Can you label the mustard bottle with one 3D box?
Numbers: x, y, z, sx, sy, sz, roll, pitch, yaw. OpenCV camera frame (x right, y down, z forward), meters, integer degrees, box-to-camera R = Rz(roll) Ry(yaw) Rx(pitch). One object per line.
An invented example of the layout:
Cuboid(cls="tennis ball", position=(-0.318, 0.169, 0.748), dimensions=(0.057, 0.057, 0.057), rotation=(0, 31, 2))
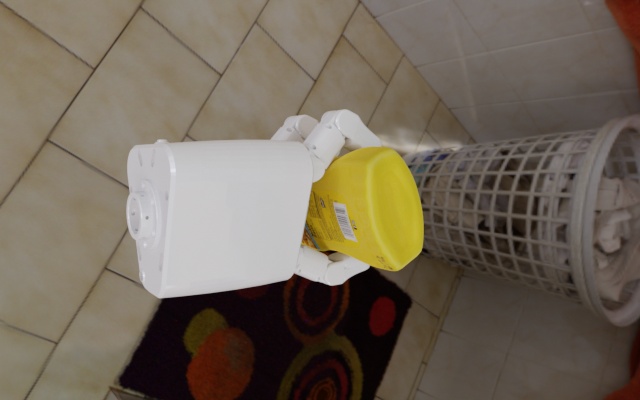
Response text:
Cuboid(cls="mustard bottle", position=(0.000, 0.001, 0.433), dimensions=(0.058, 0.096, 0.191), rotation=(-33, 23, -32))
